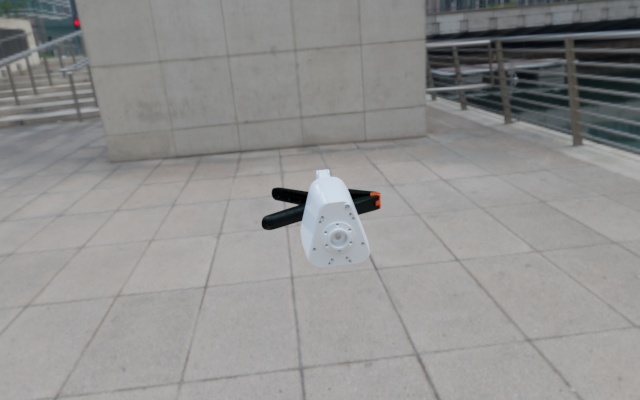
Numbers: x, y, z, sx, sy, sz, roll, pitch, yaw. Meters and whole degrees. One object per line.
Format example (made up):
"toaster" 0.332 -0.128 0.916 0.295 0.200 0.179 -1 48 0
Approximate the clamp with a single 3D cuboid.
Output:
"clamp" 0.001 0.002 0.853 0.210 0.036 0.164 -6 21 -4
